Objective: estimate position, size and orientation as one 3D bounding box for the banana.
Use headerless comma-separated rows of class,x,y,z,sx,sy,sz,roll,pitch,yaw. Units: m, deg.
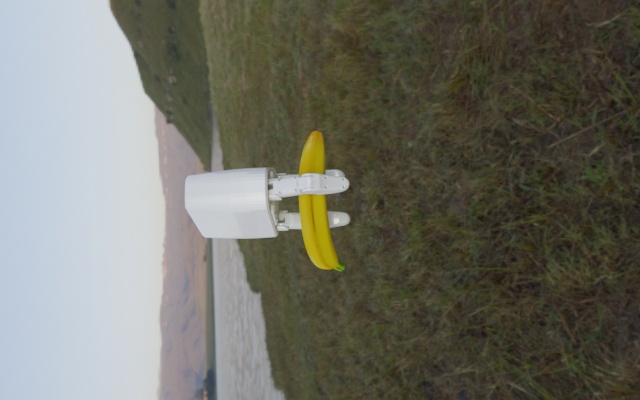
banana,-0.005,0.009,0.630,0.037,0.198,0.069,-5,10,17
